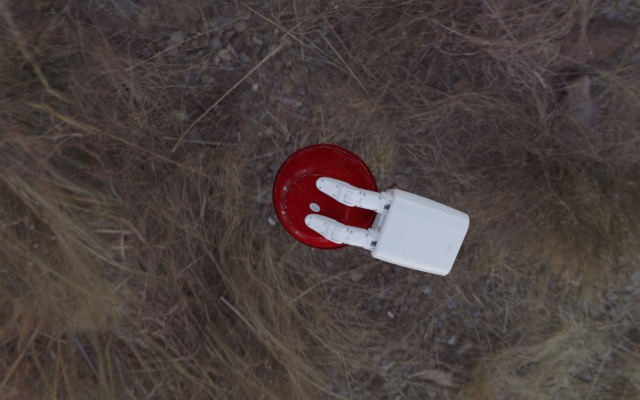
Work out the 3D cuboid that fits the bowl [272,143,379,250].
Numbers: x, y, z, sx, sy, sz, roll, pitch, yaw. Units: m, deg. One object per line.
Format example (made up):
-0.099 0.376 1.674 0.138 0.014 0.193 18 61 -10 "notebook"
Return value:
-0.001 0.002 0.680 0.162 0.162 0.055 0 14 13 "bowl"
